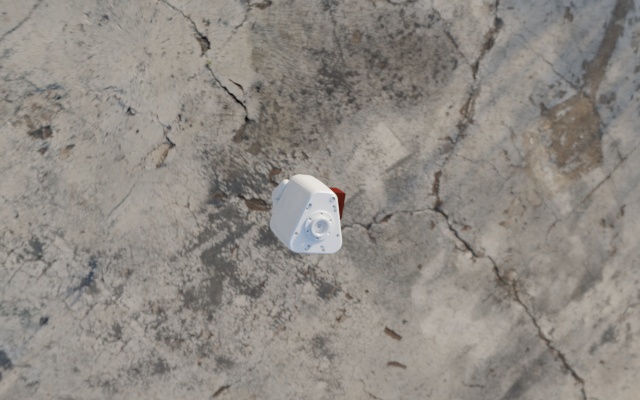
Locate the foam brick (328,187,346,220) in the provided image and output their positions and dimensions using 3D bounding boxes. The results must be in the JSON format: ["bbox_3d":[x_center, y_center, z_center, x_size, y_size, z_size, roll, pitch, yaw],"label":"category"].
[{"bbox_3d":[0.000,0.003,0.885,0.078,0.053,0.051,4,12,-22],"label":"foam brick"}]
